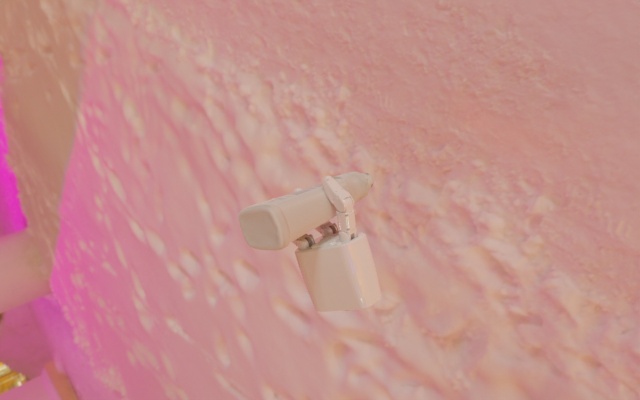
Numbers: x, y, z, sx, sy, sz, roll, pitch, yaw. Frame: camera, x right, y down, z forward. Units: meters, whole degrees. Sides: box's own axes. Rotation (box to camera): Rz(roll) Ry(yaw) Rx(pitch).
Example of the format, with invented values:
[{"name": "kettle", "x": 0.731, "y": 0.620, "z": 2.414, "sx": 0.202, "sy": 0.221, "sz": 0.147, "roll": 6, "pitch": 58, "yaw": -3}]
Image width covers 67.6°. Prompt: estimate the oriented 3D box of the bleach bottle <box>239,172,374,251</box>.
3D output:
[{"name": "bleach bottle", "x": 0.000, "y": 0.002, "z": 0.751, "sx": 0.251, "sy": 0.068, "sz": 0.102, "roll": -24, "pitch": 11, "yaw": -40}]
